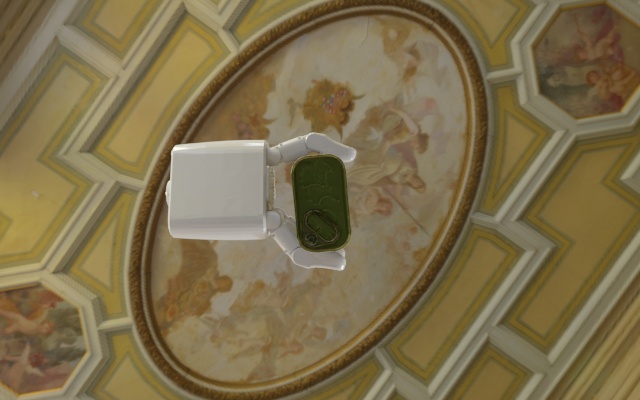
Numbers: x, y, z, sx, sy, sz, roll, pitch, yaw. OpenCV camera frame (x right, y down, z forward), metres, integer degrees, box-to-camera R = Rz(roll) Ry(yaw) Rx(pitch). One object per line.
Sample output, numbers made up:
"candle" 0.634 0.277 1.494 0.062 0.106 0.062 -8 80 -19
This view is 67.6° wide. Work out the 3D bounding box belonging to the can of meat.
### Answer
"can of meat" 0.000 0.002 0.536 0.057 0.102 0.084 -5 2 -1
